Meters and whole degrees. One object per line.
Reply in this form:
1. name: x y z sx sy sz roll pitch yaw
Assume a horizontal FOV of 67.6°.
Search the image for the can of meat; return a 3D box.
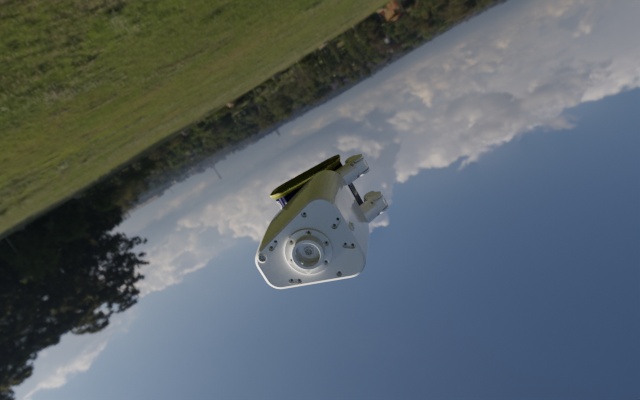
1. can of meat: 0.000 0.002 0.621 0.102 0.084 0.057 -28 11 9
